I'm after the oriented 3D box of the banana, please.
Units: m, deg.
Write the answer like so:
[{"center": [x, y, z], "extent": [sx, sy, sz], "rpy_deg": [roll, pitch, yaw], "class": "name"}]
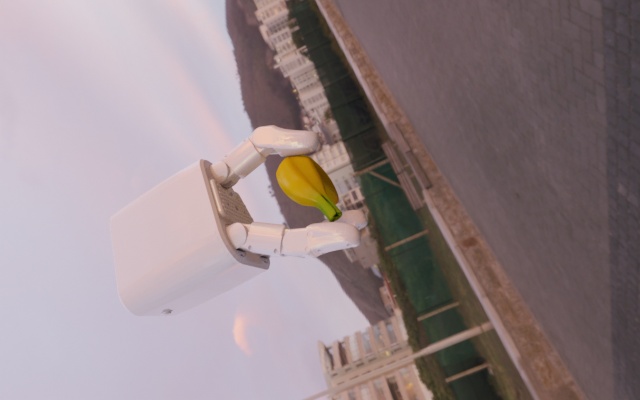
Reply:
[{"center": [-0.010, -0.014, 0.468], "extent": [0.037, 0.069, 0.198], "rpy_deg": [-34, 2, 5], "class": "banana"}]
